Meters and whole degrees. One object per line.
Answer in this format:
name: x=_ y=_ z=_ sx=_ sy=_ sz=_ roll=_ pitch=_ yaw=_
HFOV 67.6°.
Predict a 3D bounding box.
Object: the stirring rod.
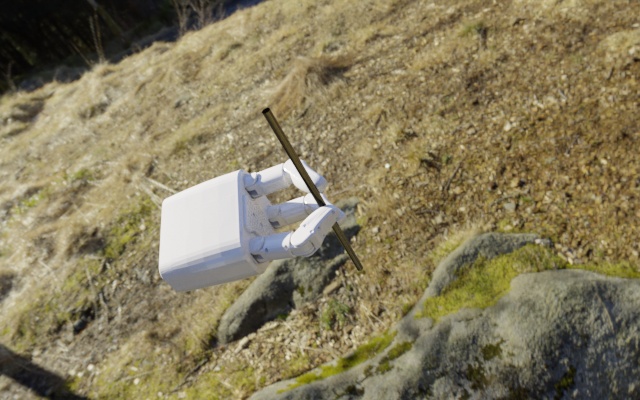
stirring rod: x=0.000 y=0.002 z=0.488 sx=0.011 sy=0.011 sz=0.240 roll=0 pitch=-41 yaw=31
